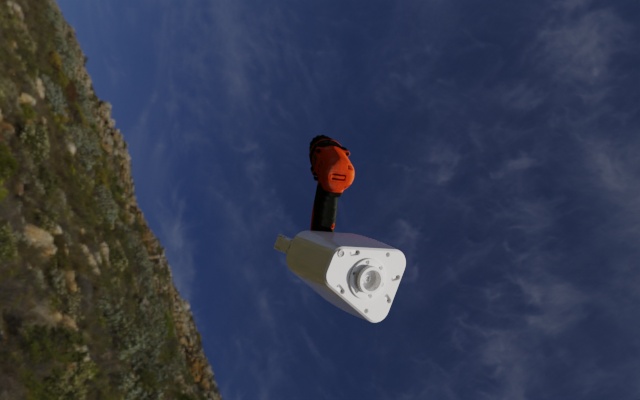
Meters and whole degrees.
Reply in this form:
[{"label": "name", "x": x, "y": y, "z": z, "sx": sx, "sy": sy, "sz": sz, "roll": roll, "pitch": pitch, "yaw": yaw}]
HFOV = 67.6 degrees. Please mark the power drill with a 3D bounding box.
[{"label": "power drill", "x": 0.000, "y": 0.003, "z": 0.715, "sx": 0.057, "sy": 0.188, "sz": 0.184, "roll": 5, "pitch": 19, "yaw": -8}]
